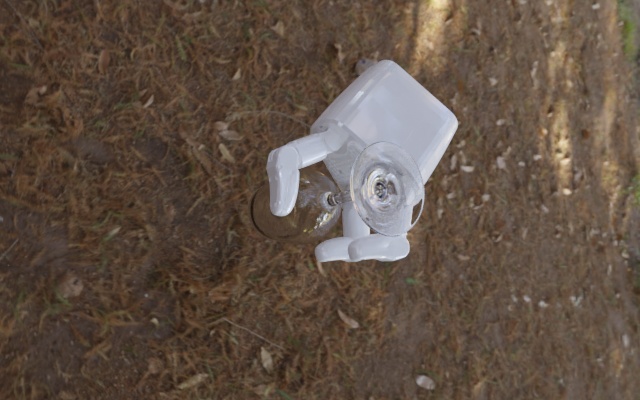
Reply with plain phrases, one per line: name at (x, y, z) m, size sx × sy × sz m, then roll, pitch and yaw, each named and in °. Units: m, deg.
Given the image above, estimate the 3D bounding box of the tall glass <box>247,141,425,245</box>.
tall glass at (0.000, 0.001, 0.451) m, size 0.079 × 0.079 × 0.201 m, roll 0°, pitch -7°, yaw -33°
